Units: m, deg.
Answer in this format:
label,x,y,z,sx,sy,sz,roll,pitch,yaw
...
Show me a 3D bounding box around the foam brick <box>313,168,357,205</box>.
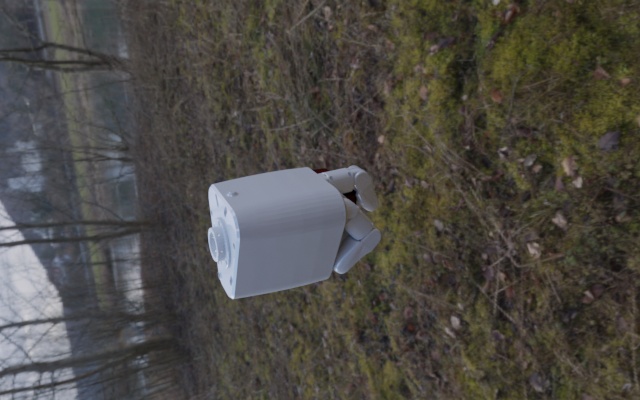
label,x,y,z,sx,sy,sz,roll,pitch,yaw
foam brick,0.000,0.002,0.553,0.051,0.053,0.078,-11,28,-25
